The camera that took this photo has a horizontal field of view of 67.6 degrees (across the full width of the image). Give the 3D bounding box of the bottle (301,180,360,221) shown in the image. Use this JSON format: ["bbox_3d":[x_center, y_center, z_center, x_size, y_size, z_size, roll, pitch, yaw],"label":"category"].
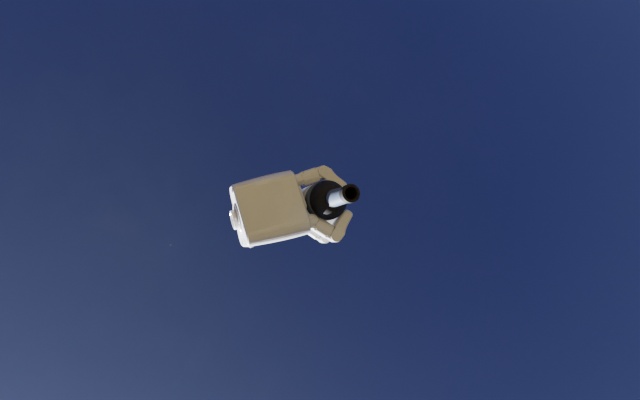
[{"bbox_3d":[0.000,0.003,0.822,0.069,0.069,0.296,0,-5,-17],"label":"bottle"}]
